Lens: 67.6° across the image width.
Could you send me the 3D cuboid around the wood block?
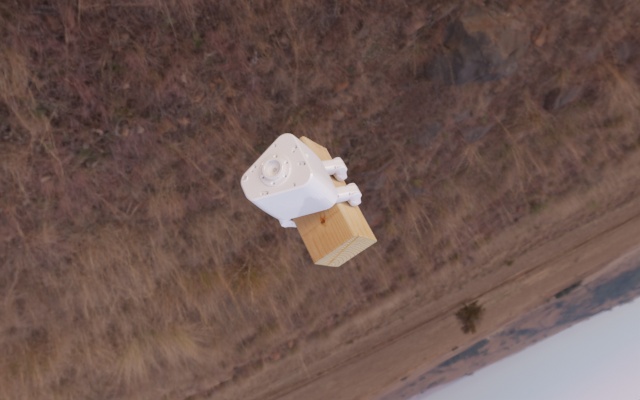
[{"bbox_3d":[0.000,0.003,0.838,0.091,0.206,0.090,-36,-25,20],"label":"wood block"}]
